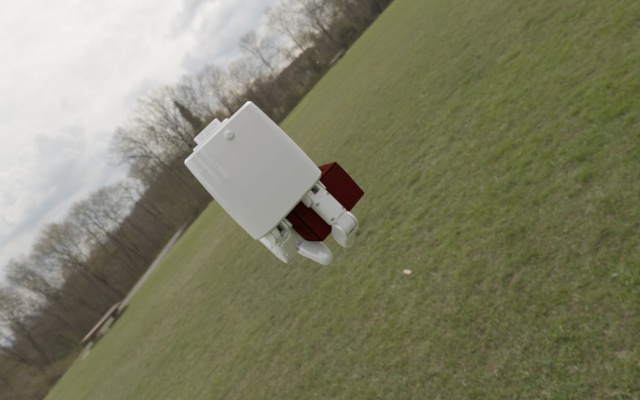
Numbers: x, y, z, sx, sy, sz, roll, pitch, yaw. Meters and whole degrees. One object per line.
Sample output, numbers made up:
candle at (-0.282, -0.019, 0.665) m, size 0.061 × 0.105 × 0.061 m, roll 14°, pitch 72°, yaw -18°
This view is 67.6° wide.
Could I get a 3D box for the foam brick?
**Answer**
foam brick at (0.000, 0.002, 0.540) m, size 0.078 × 0.051 × 0.053 m, roll -48°, pitch 14°, yaw -18°
